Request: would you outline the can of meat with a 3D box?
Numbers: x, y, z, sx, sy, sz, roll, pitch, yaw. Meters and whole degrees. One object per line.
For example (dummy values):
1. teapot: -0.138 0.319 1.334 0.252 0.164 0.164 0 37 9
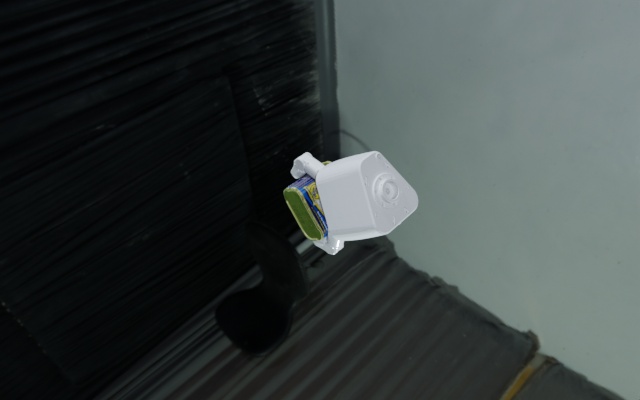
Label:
1. can of meat: 0.000 0.003 0.763 0.084 0.102 0.057 -36 15 -30
